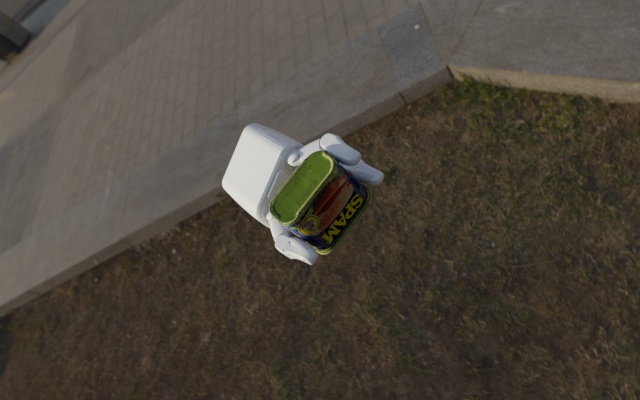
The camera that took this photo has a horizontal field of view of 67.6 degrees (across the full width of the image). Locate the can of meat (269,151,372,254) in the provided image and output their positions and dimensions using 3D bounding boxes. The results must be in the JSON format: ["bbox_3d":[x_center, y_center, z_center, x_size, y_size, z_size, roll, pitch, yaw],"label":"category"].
[{"bbox_3d":[0.000,0.002,0.571,0.057,0.102,0.084,37,-2,45],"label":"can of meat"}]
